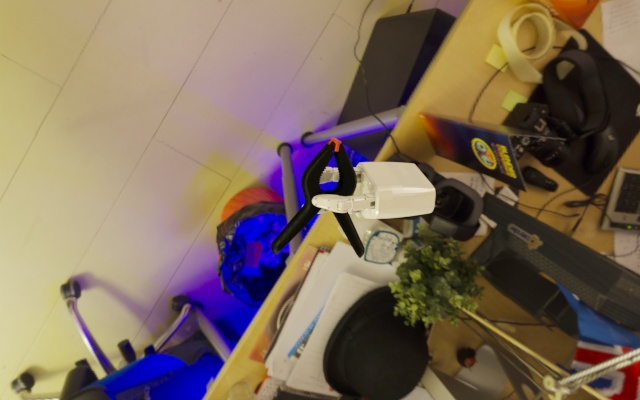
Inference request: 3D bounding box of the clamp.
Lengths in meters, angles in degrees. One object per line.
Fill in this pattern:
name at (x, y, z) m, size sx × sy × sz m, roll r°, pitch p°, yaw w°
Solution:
clamp at (0.001, 0.002, 0.790) m, size 0.164 × 0.210 × 0.036 m, roll -3°, pitch 17°, yaw -16°
